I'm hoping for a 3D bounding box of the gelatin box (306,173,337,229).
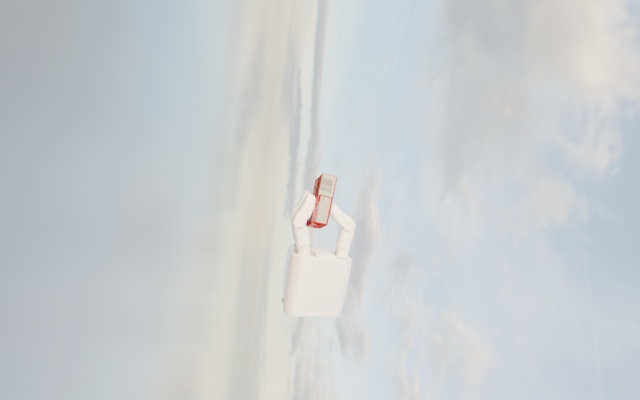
[{"bbox_3d":[0.001,0.002,0.833,0.030,0.089,0.073,13,-8,-8],"label":"gelatin box"}]
